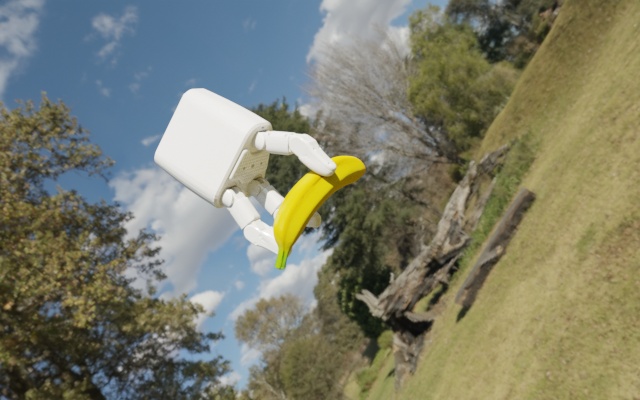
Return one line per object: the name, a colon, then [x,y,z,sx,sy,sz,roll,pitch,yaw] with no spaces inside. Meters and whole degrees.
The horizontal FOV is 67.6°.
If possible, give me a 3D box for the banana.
banana: [0.000,-0.009,0.557,0.037,0.070,0.197,28,50,19]
